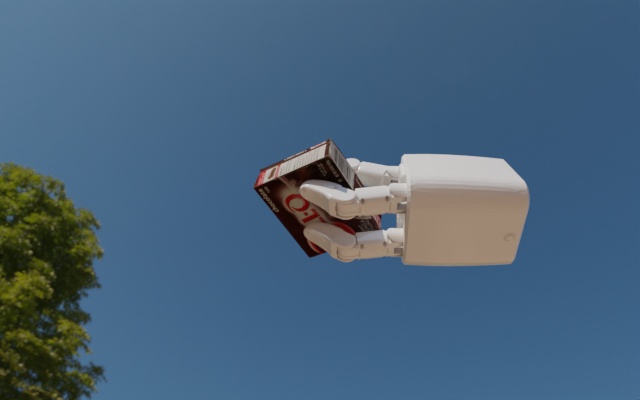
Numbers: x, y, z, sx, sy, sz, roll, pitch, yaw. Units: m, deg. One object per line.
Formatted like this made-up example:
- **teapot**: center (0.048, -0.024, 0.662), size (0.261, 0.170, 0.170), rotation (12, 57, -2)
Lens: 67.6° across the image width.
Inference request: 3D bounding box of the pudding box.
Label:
- **pudding box**: center (0.000, 0.002, 0.496), size (0.090, 0.113, 0.039), rotation (-22, 31, 23)
